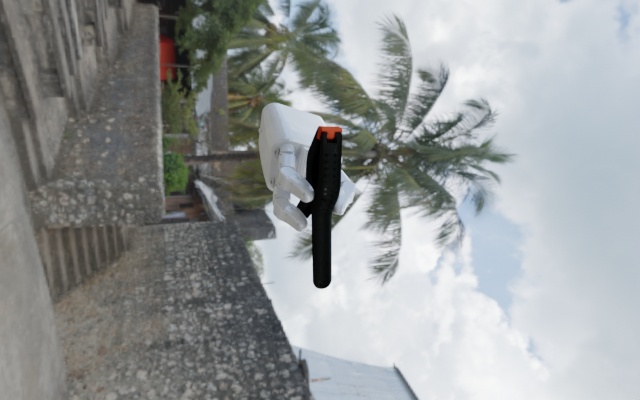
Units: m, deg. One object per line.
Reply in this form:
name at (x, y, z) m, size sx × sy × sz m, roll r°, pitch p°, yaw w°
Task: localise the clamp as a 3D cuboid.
clamp at (0.001, 0.002, 0.638) m, size 0.036 × 0.210 × 0.164 m, roll -2°, pitch 43°, yaw -17°
